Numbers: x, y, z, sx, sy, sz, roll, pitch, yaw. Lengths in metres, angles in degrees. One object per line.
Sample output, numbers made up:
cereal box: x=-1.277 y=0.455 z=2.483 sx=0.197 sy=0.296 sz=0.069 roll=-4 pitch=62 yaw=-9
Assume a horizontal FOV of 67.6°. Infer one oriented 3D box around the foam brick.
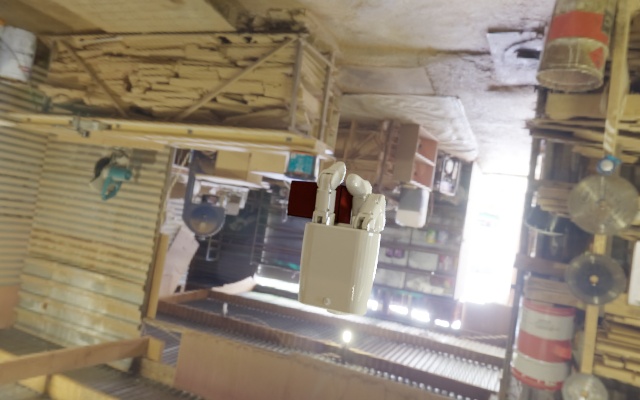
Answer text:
foam brick: x=0.000 y=0.002 z=0.662 sx=0.078 sy=0.051 sz=0.053 roll=7 pitch=-1 yaw=23
